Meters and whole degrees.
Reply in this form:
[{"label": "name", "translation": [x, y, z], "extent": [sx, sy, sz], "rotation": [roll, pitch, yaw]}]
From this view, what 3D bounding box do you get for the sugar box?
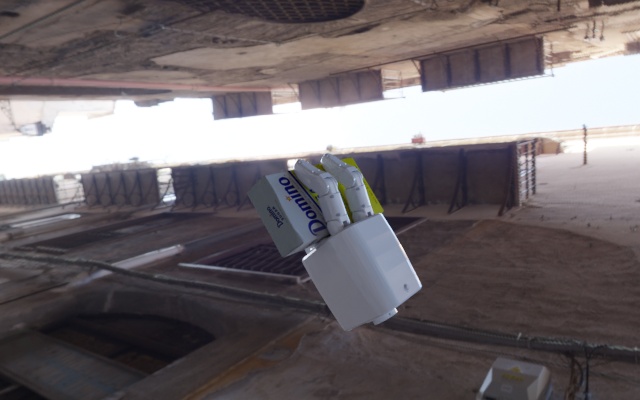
[{"label": "sugar box", "translation": [0.001, 0.002, 0.609], "extent": [0.048, 0.093, 0.176], "rotation": [-38, -13, 36]}]
